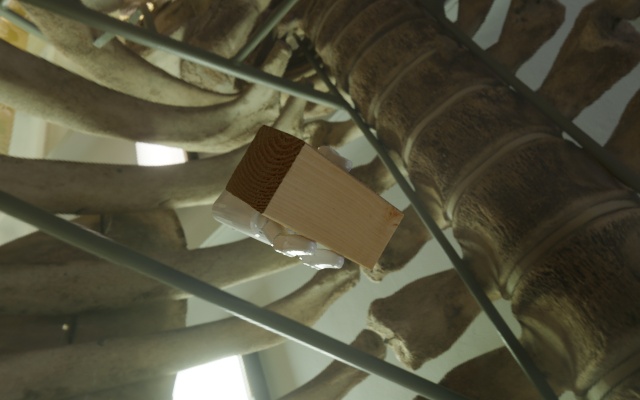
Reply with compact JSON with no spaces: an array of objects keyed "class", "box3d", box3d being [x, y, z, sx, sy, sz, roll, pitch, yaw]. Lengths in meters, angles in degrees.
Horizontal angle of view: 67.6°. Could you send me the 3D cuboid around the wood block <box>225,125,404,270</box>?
[{"class":"wood block","box3d":[0.000,0.002,0.593,0.206,0.091,0.090,31,-2,-43]}]
